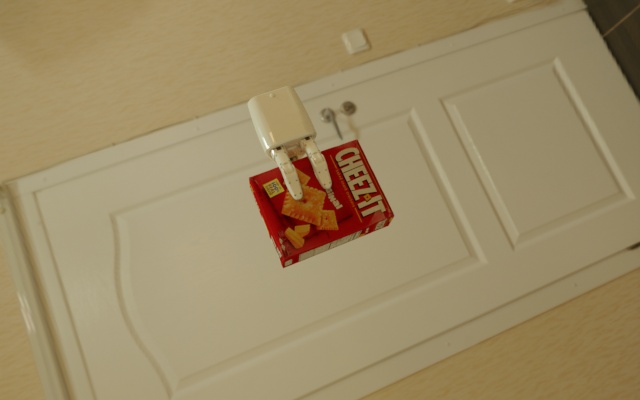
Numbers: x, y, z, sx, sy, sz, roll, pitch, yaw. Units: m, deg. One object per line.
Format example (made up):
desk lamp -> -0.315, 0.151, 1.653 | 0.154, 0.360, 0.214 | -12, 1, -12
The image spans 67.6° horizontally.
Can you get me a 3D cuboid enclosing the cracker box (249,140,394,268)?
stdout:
cracker box -> 0.000, 0.003, 0.857 | 0.213, 0.164, 0.072 | -21, -16, -11
